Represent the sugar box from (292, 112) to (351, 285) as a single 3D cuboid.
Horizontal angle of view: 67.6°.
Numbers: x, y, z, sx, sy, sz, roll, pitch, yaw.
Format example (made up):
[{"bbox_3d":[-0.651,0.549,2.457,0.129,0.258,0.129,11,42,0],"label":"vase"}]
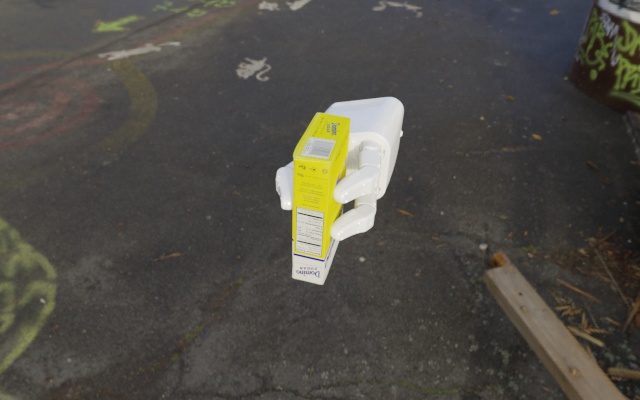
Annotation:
[{"bbox_3d":[0.001,0.002,0.540,0.048,0.176,0.093,10,40,12],"label":"sugar box"}]
